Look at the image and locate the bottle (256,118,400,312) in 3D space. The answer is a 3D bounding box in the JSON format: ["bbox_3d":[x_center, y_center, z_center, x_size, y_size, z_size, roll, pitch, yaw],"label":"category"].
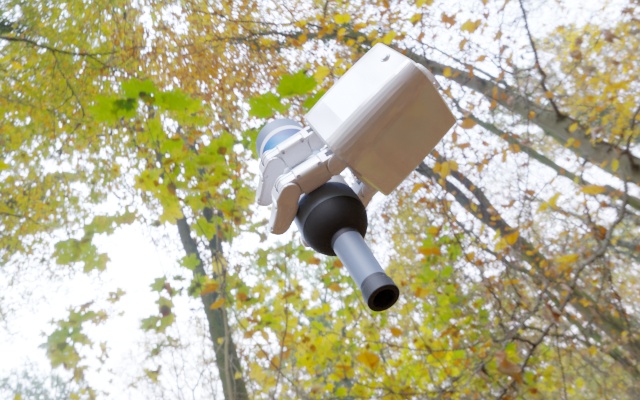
[{"bbox_3d":[0.000,0.002,0.484,0.069,0.069,0.295,0,30,-23],"label":"bottle"}]
